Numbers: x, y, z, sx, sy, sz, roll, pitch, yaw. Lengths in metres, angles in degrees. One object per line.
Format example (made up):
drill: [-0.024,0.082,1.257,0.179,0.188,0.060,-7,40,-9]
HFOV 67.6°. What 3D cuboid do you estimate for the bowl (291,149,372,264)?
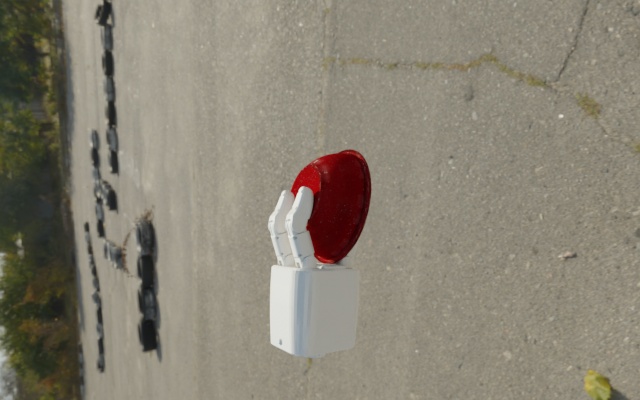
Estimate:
bowl: [0.000,0.001,0.644,0.055,0.162,0.162,15,-7,-27]
